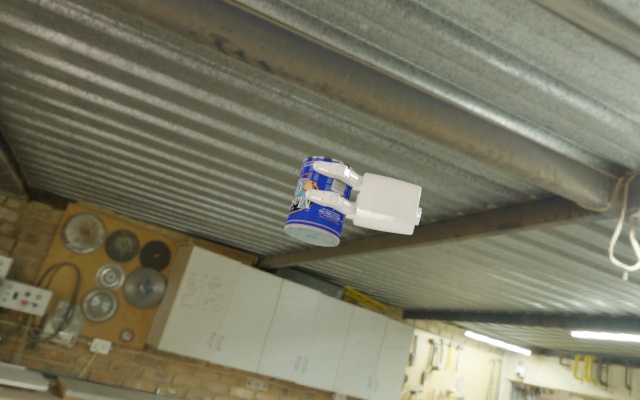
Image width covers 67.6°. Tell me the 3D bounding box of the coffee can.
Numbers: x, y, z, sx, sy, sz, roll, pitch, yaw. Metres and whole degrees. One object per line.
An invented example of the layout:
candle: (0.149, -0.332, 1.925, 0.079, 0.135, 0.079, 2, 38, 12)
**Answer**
coffee can: (0.000, 0.003, 0.884, 0.103, 0.140, 0.103, 13, -18, 4)
